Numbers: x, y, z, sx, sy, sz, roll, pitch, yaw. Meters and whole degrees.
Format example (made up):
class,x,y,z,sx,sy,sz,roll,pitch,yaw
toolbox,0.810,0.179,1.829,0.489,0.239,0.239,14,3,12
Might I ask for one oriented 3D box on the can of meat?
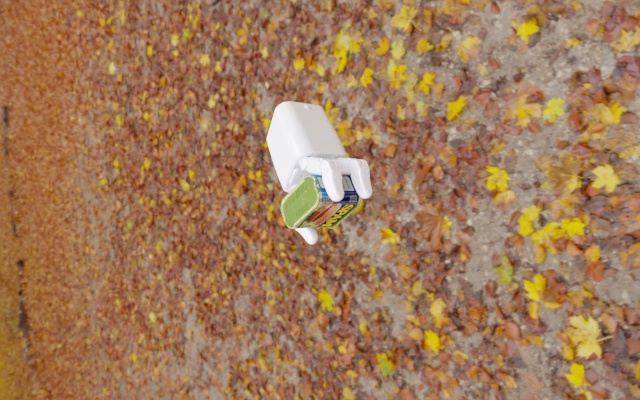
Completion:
class,x,y,z,sx,sy,sz,roll,pitch,yaw
can of meat,0.000,0.002,0.725,0.084,0.057,0.102,-1,-30,-39
